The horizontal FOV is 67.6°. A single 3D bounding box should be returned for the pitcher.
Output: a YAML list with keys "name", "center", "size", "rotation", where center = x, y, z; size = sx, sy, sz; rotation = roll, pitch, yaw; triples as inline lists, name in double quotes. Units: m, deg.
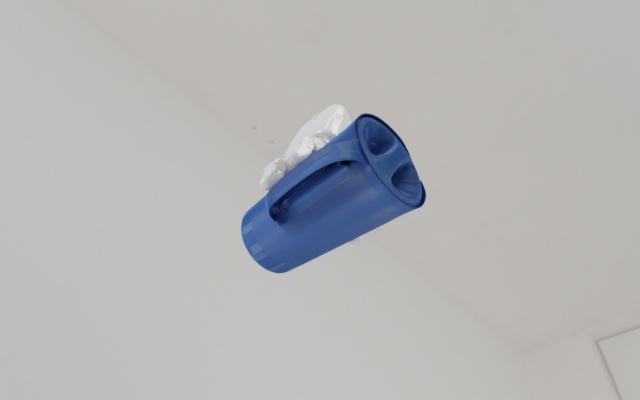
- name: "pitcher"
  center: [0.000, 0.002, 0.629]
  size: [0.243, 0.149, 0.145]
  rotation: [-34, 21, 31]
